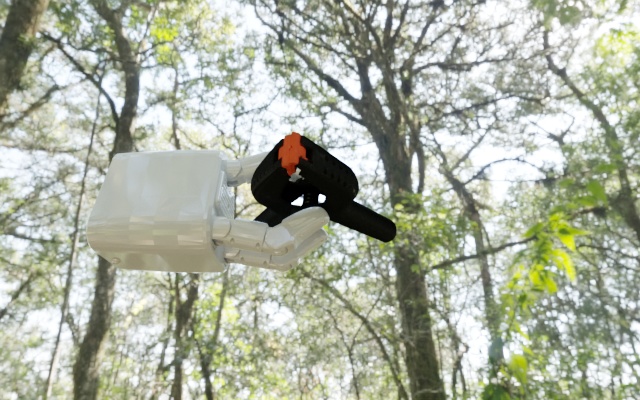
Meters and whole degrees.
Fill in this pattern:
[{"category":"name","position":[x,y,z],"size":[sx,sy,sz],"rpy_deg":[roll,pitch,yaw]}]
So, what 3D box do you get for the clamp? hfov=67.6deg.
[{"category":"clamp","position":[0.000,0.001,0.450],"size":[0.164,0.036,0.210],"rpy_deg":[1,-23,1]}]
